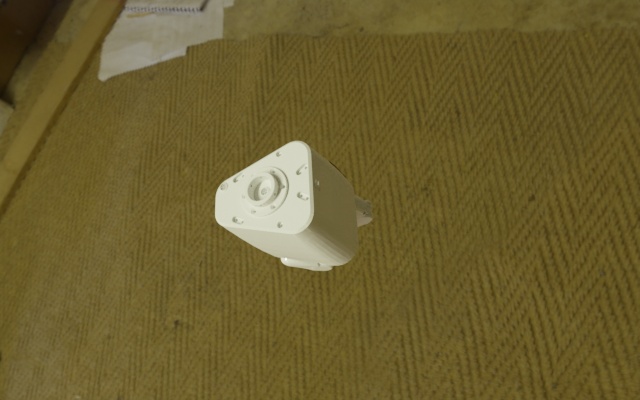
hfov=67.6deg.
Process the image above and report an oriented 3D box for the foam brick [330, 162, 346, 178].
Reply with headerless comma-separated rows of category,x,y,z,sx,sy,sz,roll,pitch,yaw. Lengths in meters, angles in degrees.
foam brick,0.000,0.002,0.566,0.053,0.078,0.051,-13,-26,22
